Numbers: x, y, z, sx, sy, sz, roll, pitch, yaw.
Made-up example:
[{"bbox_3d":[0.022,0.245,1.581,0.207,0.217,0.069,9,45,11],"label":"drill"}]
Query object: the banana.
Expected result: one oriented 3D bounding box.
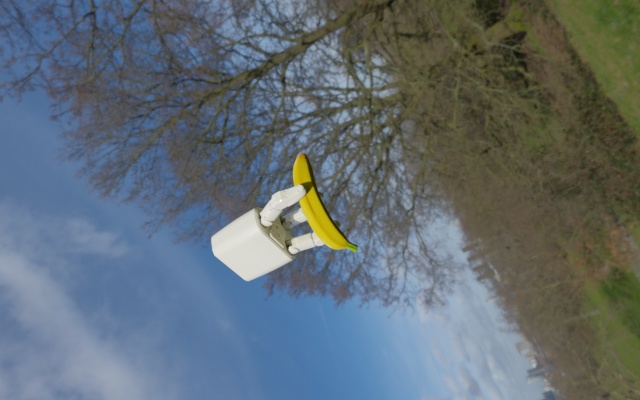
[{"bbox_3d":[-0.007,0.006,0.801,0.037,0.197,0.069,-33,-14,23],"label":"banana"}]
